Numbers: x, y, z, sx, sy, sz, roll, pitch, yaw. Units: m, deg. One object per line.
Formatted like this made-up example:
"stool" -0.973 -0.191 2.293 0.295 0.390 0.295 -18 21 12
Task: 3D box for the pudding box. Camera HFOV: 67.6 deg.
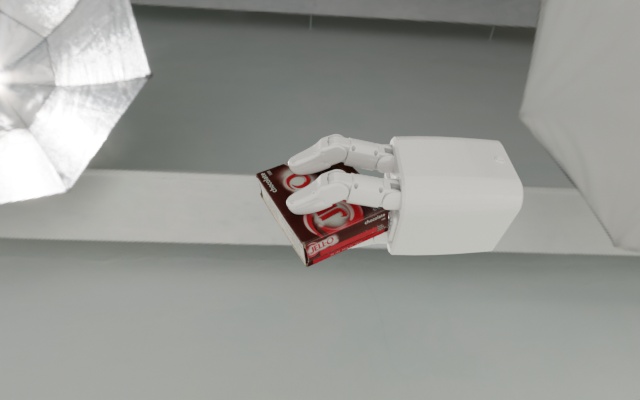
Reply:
"pudding box" 0.000 0.002 0.467 0.090 0.039 0.113 -22 44 -19
